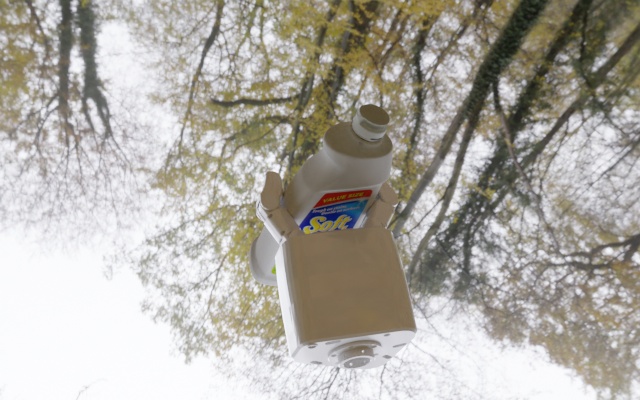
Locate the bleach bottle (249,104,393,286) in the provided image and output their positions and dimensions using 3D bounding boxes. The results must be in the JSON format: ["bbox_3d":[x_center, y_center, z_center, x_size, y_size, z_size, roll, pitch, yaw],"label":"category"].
[{"bbox_3d":[0.000,0.002,0.505,0.102,0.068,0.251,6,-41,-19],"label":"bleach bottle"}]
